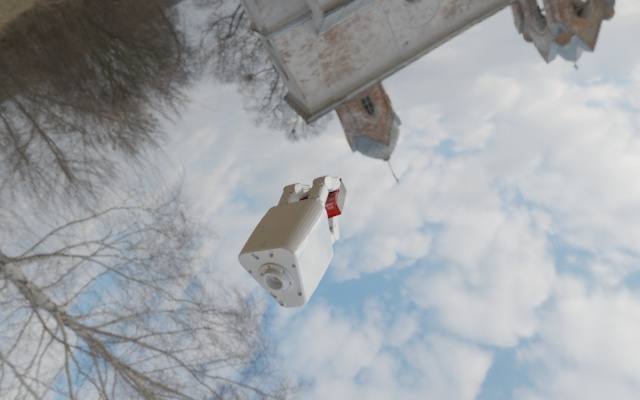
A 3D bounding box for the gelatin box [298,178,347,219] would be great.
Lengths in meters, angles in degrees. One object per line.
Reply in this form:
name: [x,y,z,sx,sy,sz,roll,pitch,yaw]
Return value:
gelatin box: [0.000,0.003,0.764,0.073,0.030,0.089,-18,21,18]
